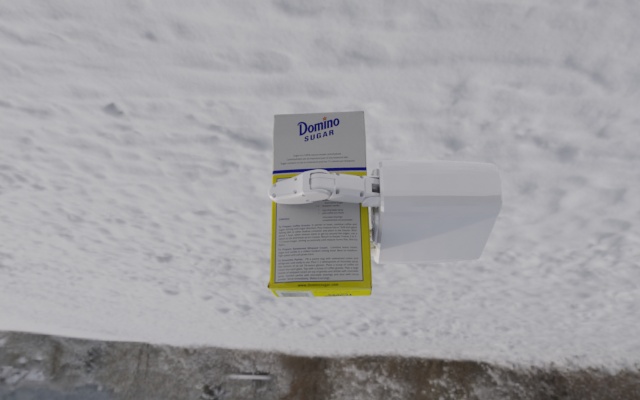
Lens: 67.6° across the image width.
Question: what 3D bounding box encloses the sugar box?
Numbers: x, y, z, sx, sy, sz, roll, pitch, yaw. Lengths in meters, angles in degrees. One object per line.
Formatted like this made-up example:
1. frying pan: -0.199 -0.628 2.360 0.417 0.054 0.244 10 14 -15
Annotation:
1. sugar box: 0.000 0.002 0.460 0.093 0.176 0.048 -1 -22 4
